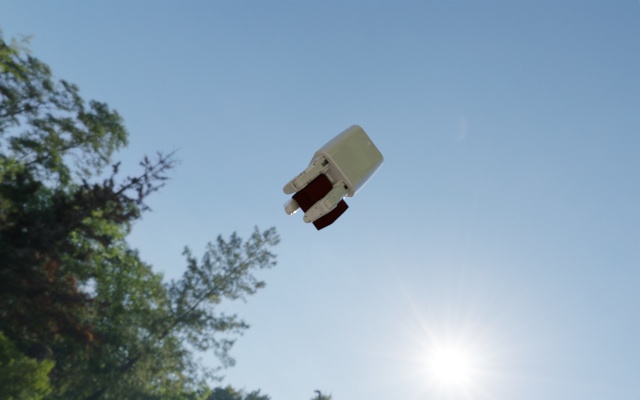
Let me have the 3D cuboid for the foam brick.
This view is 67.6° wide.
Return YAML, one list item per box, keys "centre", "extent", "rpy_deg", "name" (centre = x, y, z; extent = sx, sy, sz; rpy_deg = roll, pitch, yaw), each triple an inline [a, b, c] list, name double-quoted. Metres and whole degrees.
- centre: [0.000, 0.003, 0.824]
  extent: [0.051, 0.078, 0.053]
  rpy_deg: [-42, 9, -33]
  name: "foam brick"
